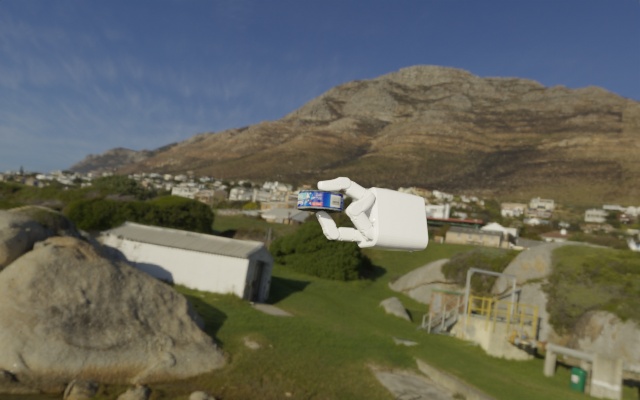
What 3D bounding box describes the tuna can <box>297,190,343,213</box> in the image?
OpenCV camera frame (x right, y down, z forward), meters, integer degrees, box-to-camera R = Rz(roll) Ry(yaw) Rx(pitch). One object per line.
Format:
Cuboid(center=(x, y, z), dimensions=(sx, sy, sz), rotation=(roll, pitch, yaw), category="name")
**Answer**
Cuboid(center=(0.000, 0.002, 0.889), dimensions=(0.086, 0.033, 0.086), rotation=(4, -6, 0), category="tuna can")
